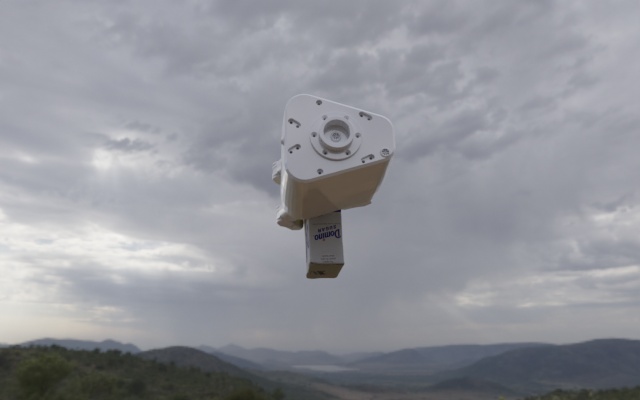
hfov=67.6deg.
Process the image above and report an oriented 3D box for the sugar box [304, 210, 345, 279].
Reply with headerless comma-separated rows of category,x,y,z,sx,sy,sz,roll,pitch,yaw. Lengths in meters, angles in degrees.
sugar box,0.000,0.002,0.588,0.048,0.176,0.093,1,-19,-4
